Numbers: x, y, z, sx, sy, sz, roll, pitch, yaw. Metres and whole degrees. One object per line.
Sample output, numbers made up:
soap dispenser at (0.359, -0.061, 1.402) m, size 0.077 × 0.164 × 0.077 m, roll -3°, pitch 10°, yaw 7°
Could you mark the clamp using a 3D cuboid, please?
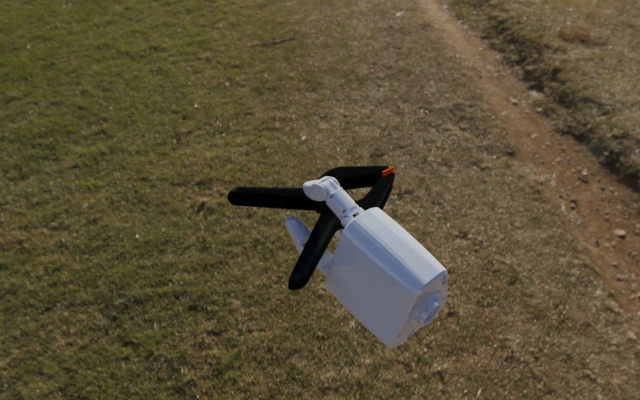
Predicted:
clamp at (0.001, 0.001, 0.593) m, size 0.210 × 0.036 × 0.164 m, roll -31°, pitch 56°, yaw -26°
